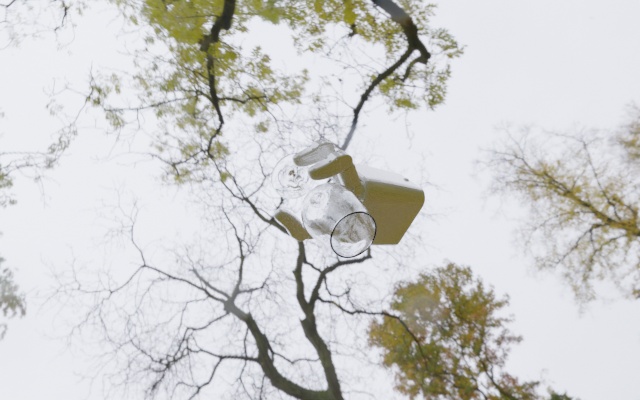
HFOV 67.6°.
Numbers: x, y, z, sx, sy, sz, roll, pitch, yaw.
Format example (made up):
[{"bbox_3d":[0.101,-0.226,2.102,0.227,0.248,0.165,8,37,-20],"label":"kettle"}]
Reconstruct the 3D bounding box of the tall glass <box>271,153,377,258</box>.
[{"bbox_3d":[0.000,0.002,0.643,0.079,0.079,0.201,0,23,-25],"label":"tall glass"}]
